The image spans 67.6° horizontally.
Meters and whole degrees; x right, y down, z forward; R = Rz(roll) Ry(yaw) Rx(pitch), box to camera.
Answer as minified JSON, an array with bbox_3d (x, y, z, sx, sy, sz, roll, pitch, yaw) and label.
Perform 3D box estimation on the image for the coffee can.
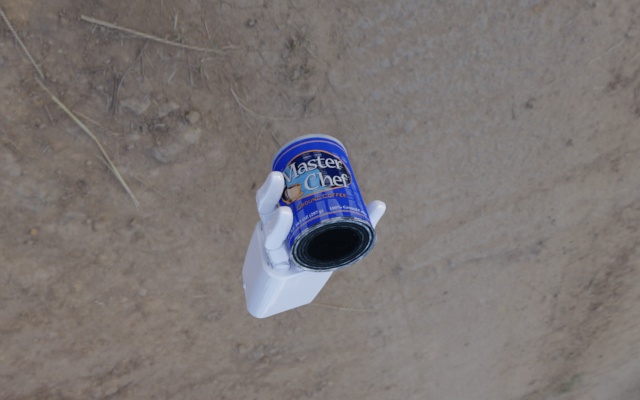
[{"bbox_3d":[0.000,0.002,0.589,0.103,0.140,0.103,-10,-40,-8],"label":"coffee can"}]
